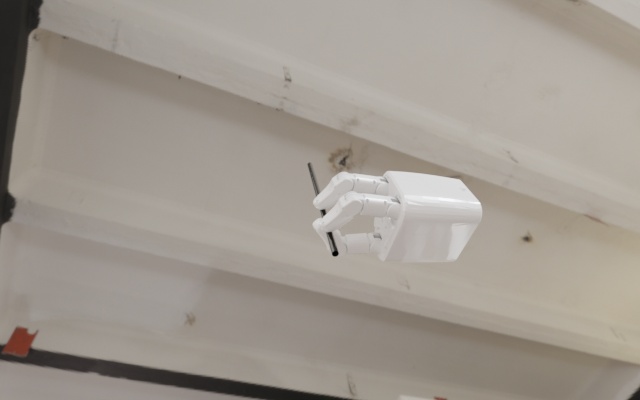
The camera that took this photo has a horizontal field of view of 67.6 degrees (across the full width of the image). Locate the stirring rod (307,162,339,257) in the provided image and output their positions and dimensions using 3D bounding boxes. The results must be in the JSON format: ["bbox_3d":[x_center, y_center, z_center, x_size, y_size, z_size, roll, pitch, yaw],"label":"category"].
[{"bbox_3d":[0.000,0.002,0.643,0.011,0.011,0.239,0,29,-9],"label":"stirring rod"}]
